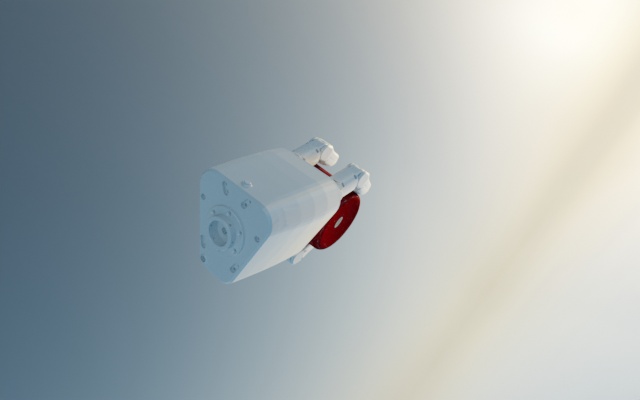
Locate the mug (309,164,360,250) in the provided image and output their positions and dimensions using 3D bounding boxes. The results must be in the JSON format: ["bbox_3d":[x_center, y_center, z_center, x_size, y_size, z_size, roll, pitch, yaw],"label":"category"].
[{"bbox_3d":[0.001,0.002,0.582,0.081,0.093,0.117,37,34,22],"label":"mug"}]
